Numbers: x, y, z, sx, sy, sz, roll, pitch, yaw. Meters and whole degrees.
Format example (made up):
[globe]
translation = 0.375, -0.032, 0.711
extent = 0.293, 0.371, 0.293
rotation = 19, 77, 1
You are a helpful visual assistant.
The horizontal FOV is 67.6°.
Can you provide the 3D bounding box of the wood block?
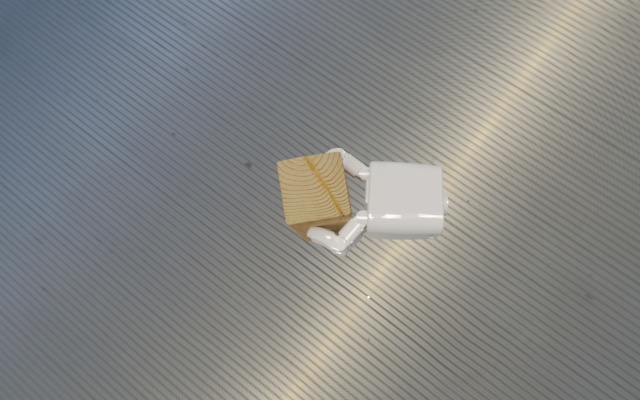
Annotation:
[wood block]
translation = 0.000, 0.002, 0.734
extent = 0.090, 0.090, 0.206
rotation = -9, -12, 4
